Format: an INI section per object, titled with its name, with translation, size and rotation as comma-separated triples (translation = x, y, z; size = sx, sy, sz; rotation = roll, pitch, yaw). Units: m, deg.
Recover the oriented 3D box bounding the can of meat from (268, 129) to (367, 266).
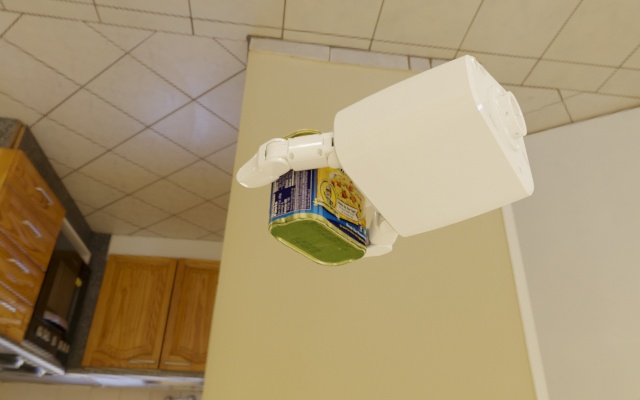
[can of meat]
translation = 0.000, 0.002, 0.419
size = 0.057, 0.084, 0.102
rotation = -19, -35, 30
